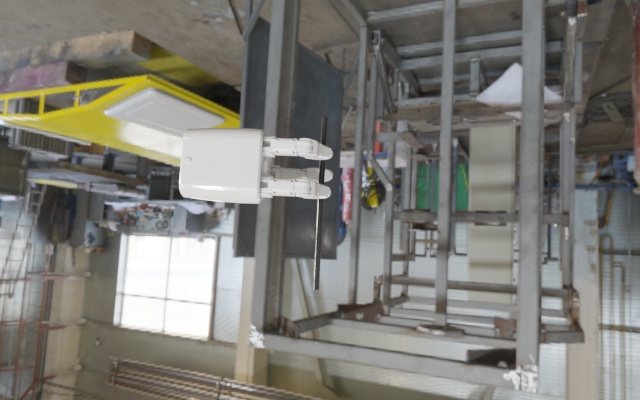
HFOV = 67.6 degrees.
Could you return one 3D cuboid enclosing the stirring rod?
[{"bbox_3d":[0.000,0.002,0.664,0.011,0.239,0.011,3,-6,0],"label":"stirring rod"}]
